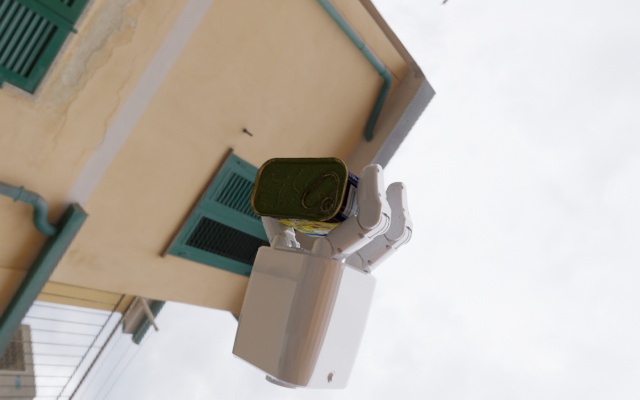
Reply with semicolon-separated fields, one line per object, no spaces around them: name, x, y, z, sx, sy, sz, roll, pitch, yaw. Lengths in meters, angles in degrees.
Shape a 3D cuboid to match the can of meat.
can of meat;0.000;0.002;0.453;0.102;0.057;0.084;3;-17;35
